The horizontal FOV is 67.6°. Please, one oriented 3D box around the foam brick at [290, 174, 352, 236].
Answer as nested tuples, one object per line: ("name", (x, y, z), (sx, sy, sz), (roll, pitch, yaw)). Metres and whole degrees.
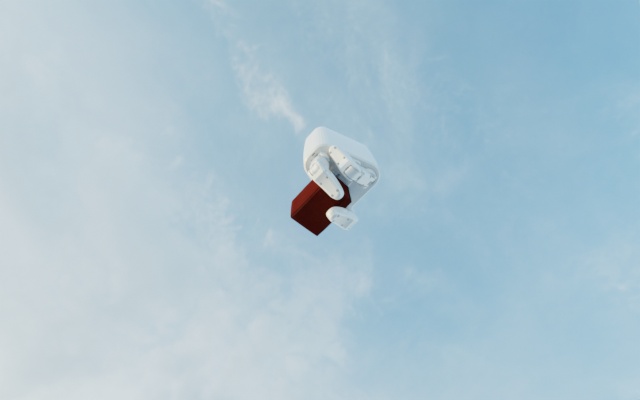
("foam brick", (0.000, 0.002, 0.704), (0.053, 0.078, 0.051), (39, 18, -19))
